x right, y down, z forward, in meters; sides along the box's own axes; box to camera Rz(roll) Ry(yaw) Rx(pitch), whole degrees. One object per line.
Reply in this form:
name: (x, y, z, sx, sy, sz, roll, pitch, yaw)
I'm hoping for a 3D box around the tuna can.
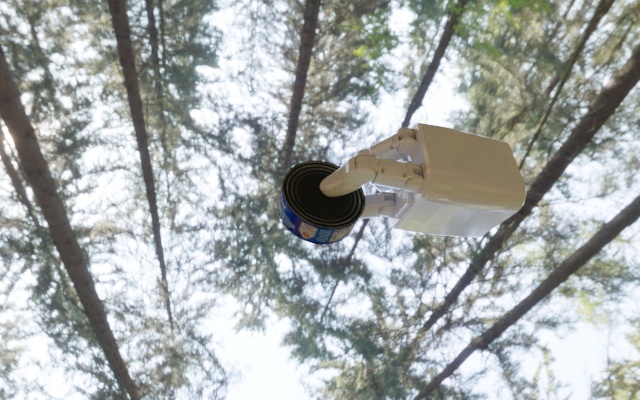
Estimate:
tuna can: (0.000, 0.002, 0.487, 0.086, 0.086, 0.034, 0, -38, -19)
